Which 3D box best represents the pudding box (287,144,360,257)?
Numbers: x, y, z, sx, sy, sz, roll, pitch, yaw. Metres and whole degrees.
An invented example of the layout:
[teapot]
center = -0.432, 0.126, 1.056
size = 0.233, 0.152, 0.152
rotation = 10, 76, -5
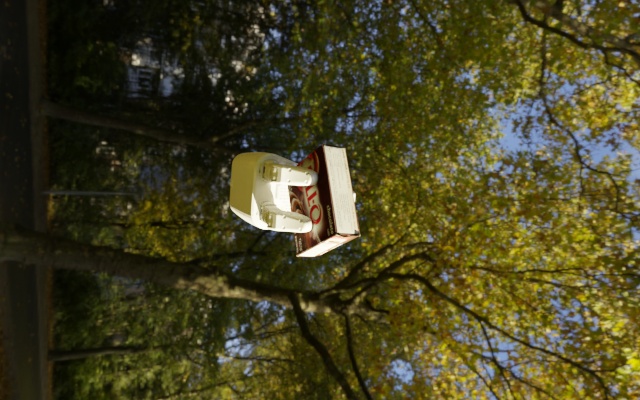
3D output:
[pudding box]
center = 0.000, 0.002, 0.569
size = 0.039, 0.113, 0.090
rotation = 1, -21, -32
